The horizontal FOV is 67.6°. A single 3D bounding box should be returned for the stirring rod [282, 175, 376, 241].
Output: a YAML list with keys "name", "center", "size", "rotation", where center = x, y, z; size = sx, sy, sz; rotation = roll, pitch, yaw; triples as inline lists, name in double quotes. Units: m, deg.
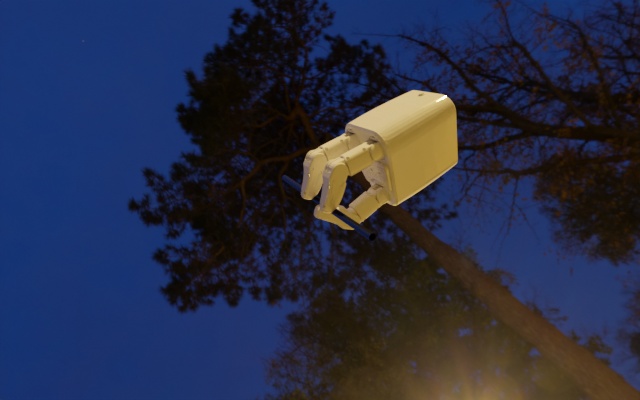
- name: "stirring rod"
  center: [0.000, 0.002, 0.575]
  size: [0.011, 0.011, 0.239]
  rotation: [0, 17, -26]
